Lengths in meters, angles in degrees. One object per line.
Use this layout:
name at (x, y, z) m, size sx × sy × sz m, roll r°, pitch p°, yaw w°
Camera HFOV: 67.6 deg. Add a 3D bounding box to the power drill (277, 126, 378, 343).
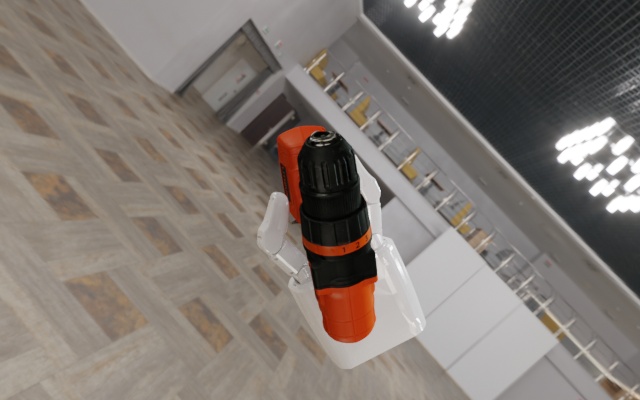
power drill at (0.000, 0.001, 0.420) m, size 0.057 × 0.184 × 0.187 m, roll -10°, pitch 31°, yaw -5°
